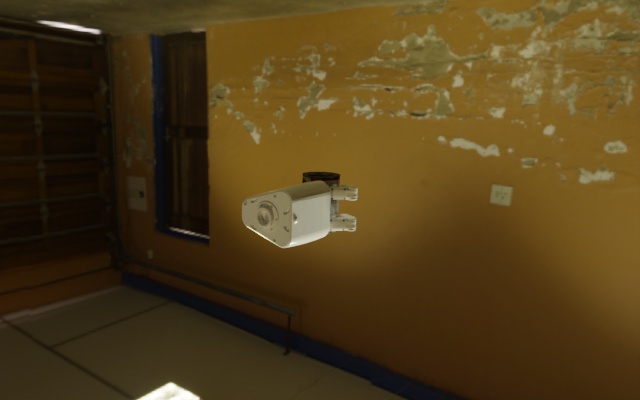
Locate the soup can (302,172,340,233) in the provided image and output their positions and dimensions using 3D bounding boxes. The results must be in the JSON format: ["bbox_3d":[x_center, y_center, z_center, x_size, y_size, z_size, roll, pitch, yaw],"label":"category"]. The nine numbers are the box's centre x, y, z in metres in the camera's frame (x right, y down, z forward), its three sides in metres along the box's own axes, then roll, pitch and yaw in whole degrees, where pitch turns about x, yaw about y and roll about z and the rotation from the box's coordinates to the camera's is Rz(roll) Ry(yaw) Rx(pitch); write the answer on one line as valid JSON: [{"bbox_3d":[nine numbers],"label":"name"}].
[{"bbox_3d":[0.000,0.003,0.859,0.068,0.102,0.068,2,11,0],"label":"soup can"}]
